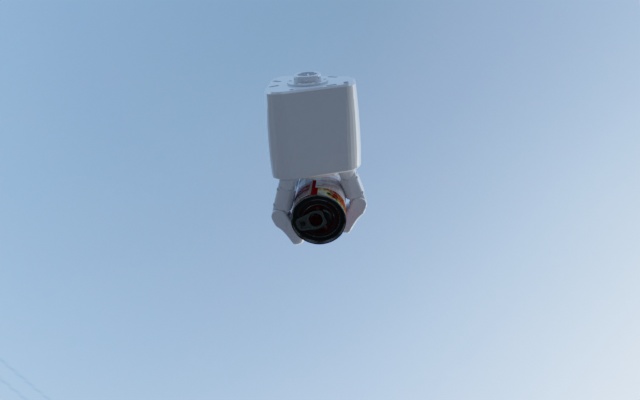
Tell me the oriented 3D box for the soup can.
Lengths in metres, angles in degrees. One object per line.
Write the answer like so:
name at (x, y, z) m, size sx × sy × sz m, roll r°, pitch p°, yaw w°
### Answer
soup can at (0.000, 0.002, 0.620) m, size 0.068 × 0.068 × 0.102 m, roll 0°, pitch 26°, yaw 3°
